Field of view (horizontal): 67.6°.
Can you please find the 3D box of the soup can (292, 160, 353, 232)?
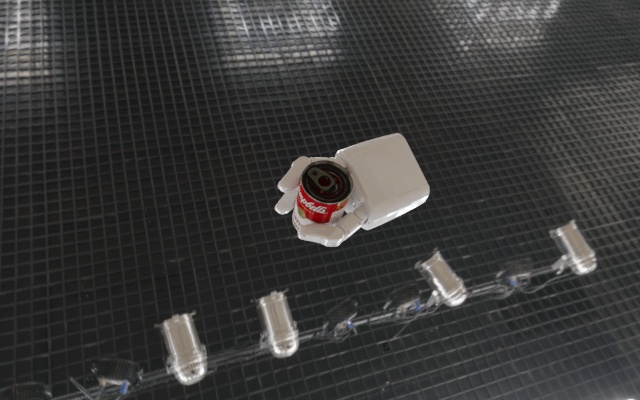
[{"bbox_3d":[0.000,0.003,0.651,0.068,0.068,0.102,0,-32,-12],"label":"soup can"}]
